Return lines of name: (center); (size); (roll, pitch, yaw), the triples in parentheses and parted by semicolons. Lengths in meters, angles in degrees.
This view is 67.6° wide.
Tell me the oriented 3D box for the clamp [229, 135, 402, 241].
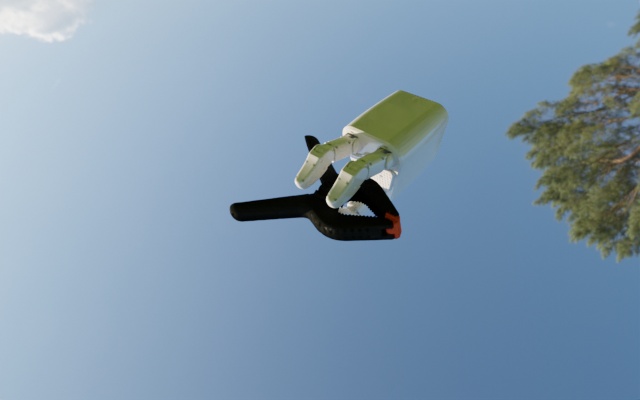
clamp: (0.001, 0.003, 0.582); (0.210, 0.036, 0.164); (31, 62, 36)
